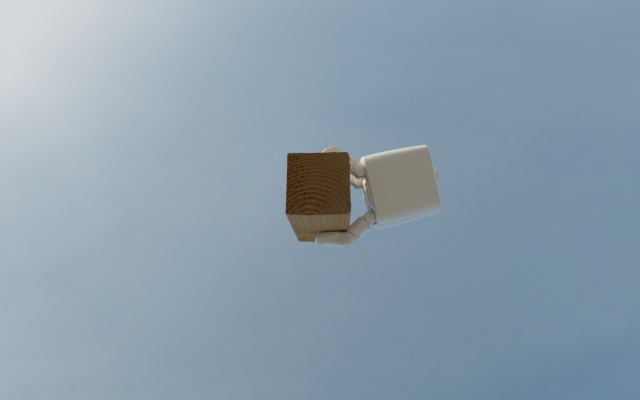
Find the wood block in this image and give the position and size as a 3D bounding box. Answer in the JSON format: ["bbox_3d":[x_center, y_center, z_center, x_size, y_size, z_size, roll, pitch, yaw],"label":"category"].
[{"bbox_3d":[0.001,0.003,0.747,0.090,0.090,0.206,-1,-15,2],"label":"wood block"}]
